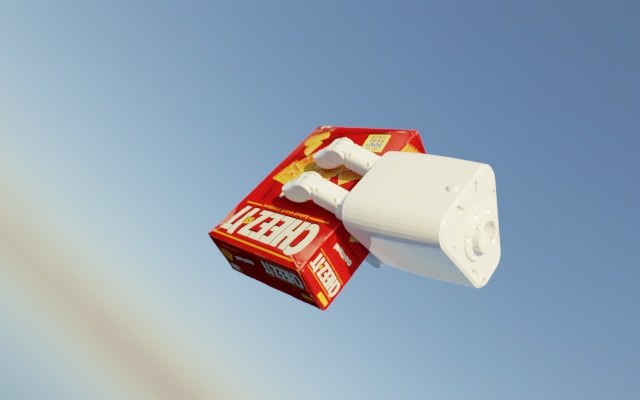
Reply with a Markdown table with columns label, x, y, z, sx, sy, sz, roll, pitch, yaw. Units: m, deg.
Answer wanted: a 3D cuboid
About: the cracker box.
| label | x | y | z | sx | sy | sz | roll | pitch | yaw |
| --- | --- | --- | --- | --- | --- | --- | --- | --- | --- |
| cracker box | 0.000 | 0.002 | 0.548 | 0.164 | 0.072 | 0.213 | 12 | 50 | 45 |
